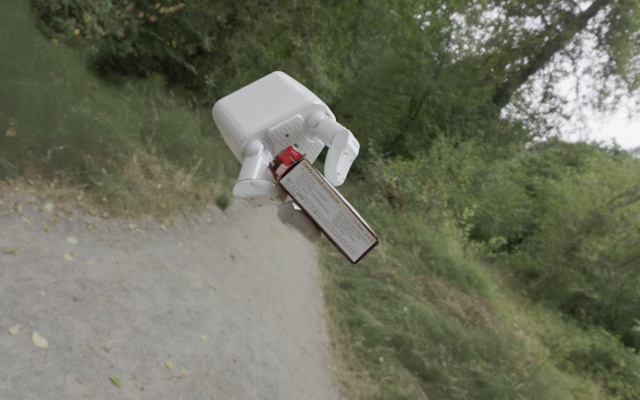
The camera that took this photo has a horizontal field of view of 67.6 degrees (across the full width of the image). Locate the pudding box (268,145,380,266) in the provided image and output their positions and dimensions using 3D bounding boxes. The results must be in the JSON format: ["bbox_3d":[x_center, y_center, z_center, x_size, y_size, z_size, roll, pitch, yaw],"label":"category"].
[{"bbox_3d":[0.000,0.001,0.467,0.113,0.039,0.090,46,2,-17],"label":"pudding box"}]
